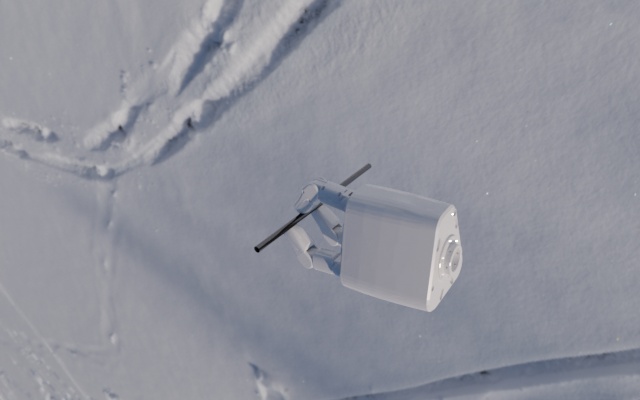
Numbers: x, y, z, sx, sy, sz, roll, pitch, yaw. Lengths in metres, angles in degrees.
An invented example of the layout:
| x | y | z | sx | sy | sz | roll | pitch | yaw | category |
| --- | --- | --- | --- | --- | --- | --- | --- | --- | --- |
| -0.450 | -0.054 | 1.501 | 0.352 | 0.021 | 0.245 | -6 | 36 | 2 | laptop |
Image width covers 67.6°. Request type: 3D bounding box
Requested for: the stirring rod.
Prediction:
| x | y | z | sx | sy | sz | roll | pitch | yaw | category |
| --- | --- | --- | --- | --- | --- | --- | --- | --- | --- |
| 0.000 | 0.002 | 0.607 | 0.011 | 0.011 | 0.239 | 0 | 26 | 40 | stirring rod |
